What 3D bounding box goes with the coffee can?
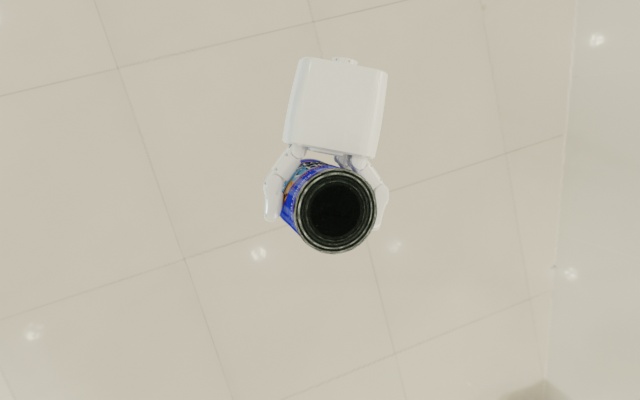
[{"bbox_3d":[0.000,0.002,0.618,0.103,0.103,0.140,0,9,-16],"label":"coffee can"}]
